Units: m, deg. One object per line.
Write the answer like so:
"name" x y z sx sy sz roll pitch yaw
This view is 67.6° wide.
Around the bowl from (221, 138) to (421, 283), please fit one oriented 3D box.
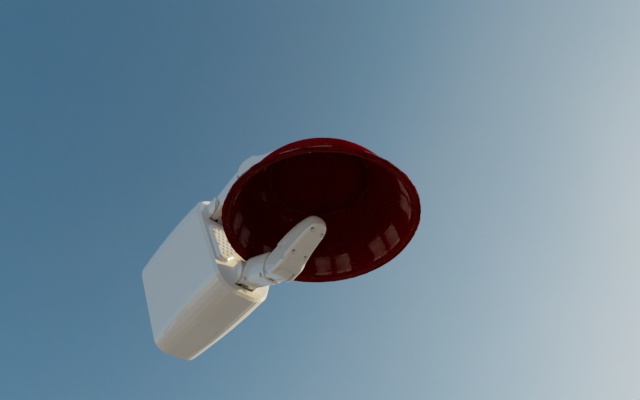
"bowl" 0.001 0.000 0.407 0.162 0.055 0.162 -2 -45 -2
